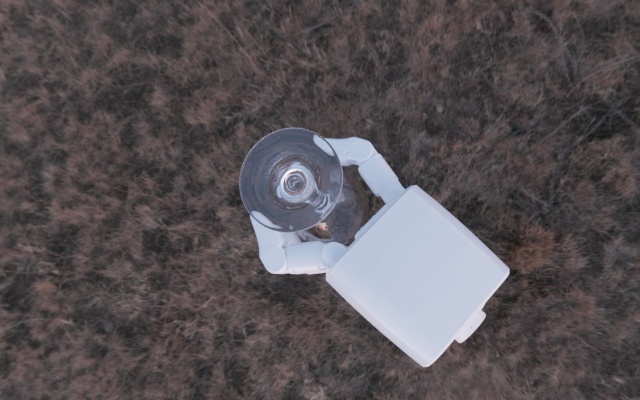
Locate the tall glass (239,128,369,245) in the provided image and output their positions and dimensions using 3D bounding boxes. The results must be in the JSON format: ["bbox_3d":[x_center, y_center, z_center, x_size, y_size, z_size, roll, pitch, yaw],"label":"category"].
[{"bbox_3d":[0.000,0.001,0.425,0.079,0.079,0.201,0,-9,12],"label":"tall glass"}]
